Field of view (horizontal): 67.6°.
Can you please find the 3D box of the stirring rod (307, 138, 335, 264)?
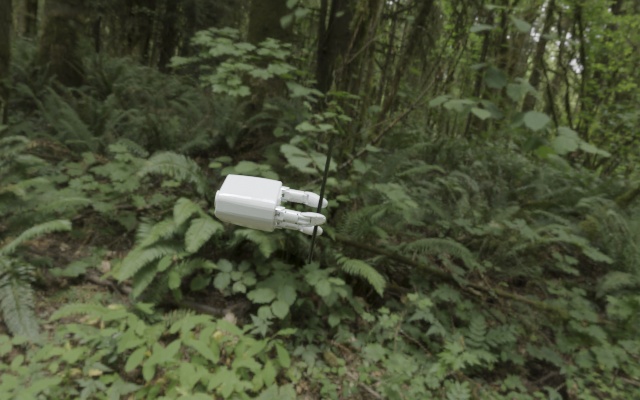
[{"bbox_3d":[0.000,0.003,0.887,0.011,0.239,0.011,10,9,-2],"label":"stirring rod"}]
